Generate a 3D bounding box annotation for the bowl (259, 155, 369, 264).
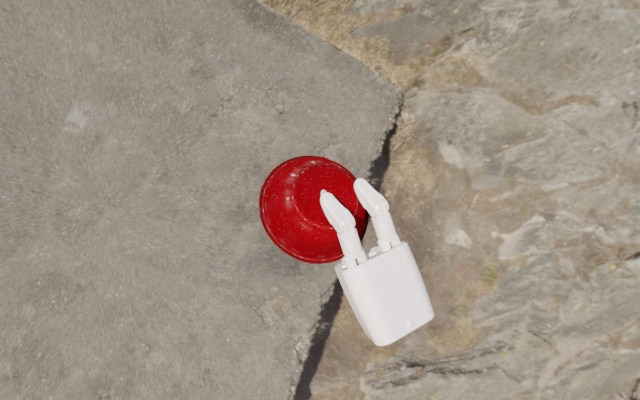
[{"bbox_3d":[-0.001,0.001,0.652,0.162,0.162,0.055,0,-19,-18],"label":"bowl"}]
